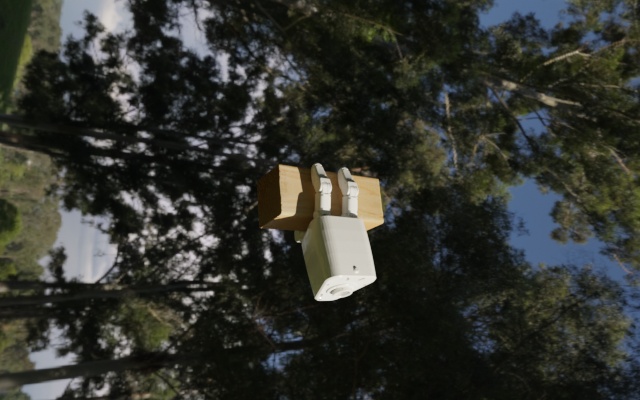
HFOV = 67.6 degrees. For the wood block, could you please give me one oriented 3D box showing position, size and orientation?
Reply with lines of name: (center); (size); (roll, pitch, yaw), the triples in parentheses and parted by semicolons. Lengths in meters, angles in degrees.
wood block: (0.000, 0.003, 0.855); (0.206, 0.090, 0.091); (7, -21, -31)
